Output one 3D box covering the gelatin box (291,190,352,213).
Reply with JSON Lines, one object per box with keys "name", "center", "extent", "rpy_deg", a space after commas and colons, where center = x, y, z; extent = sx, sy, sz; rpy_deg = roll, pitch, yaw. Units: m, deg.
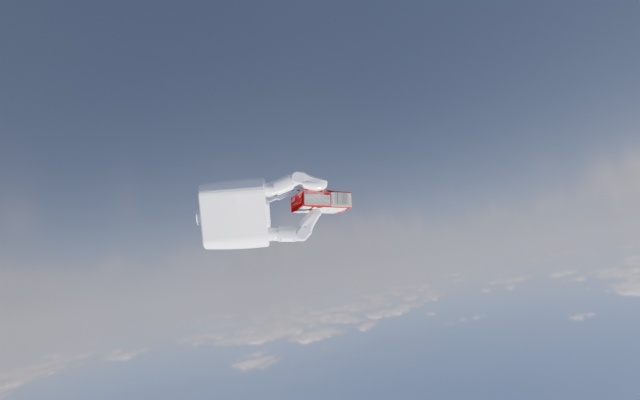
{"name": "gelatin box", "center": [0.000, 0.003, 0.818], "extent": [0.089, 0.030, 0.073], "rpy_deg": [2, -10, -18]}
